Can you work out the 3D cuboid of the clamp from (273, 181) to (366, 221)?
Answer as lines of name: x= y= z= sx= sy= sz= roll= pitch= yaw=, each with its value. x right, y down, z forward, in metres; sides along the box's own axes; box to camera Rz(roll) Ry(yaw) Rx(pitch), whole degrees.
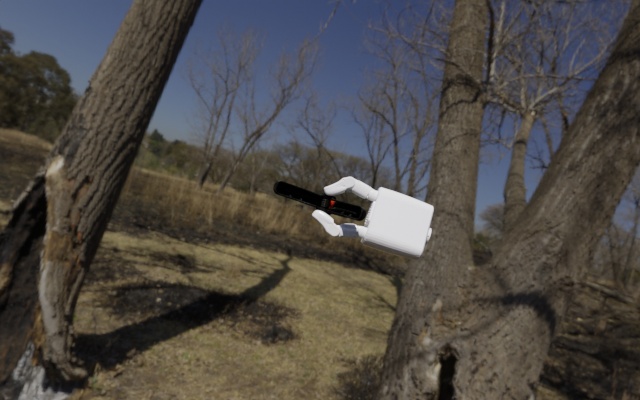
clamp: x=0.001 y=0.002 z=0.891 sx=0.164 sy=0.036 sz=0.210 roll=19 pitch=-1 yaw=2
